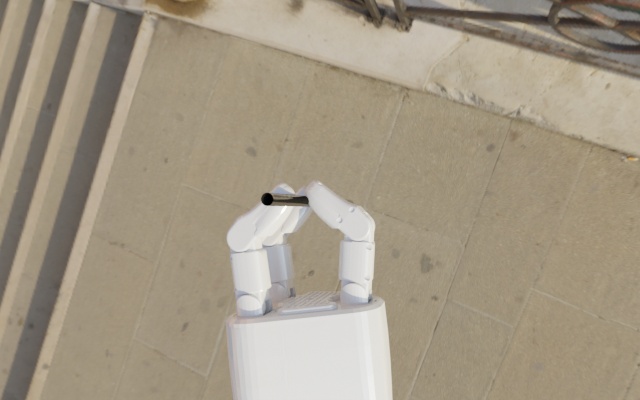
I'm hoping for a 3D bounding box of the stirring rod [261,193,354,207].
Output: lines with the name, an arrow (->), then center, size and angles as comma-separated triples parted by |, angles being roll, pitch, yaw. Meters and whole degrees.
stirring rod -> 0.000, 0.001, 0.402 | 0.011, 0.011, 0.239 | 0, -1, 15
